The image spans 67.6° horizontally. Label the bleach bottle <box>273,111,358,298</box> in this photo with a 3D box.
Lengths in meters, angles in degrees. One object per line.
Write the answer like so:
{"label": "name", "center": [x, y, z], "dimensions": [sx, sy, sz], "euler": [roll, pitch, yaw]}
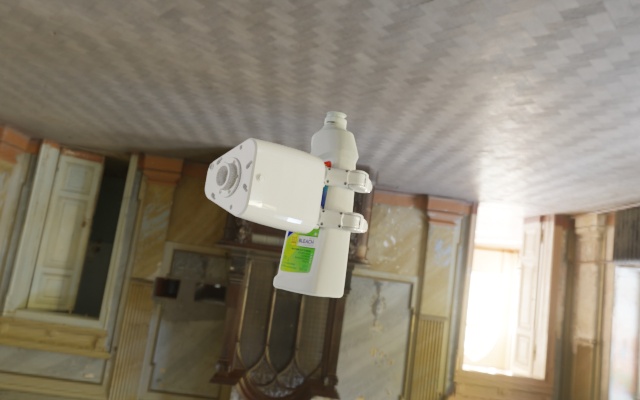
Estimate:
{"label": "bleach bottle", "center": [0.000, 0.002, 0.663], "dimensions": [0.068, 0.251, 0.102], "euler": [14, -10, -40]}
